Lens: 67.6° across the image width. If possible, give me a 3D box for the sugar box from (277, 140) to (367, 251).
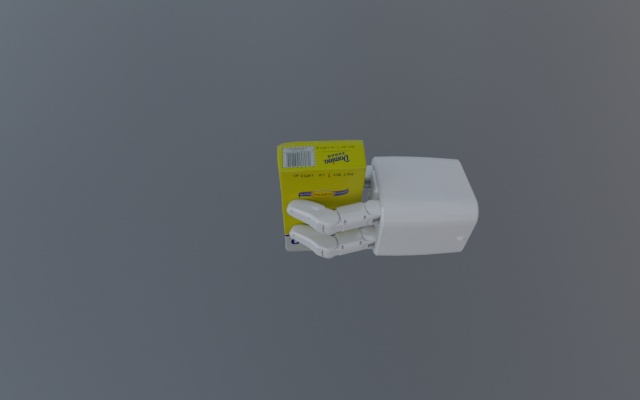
[{"bbox_3d":[0.000,0.002,0.568,0.093,0.048,0.176,-2,-36,-2],"label":"sugar box"}]
